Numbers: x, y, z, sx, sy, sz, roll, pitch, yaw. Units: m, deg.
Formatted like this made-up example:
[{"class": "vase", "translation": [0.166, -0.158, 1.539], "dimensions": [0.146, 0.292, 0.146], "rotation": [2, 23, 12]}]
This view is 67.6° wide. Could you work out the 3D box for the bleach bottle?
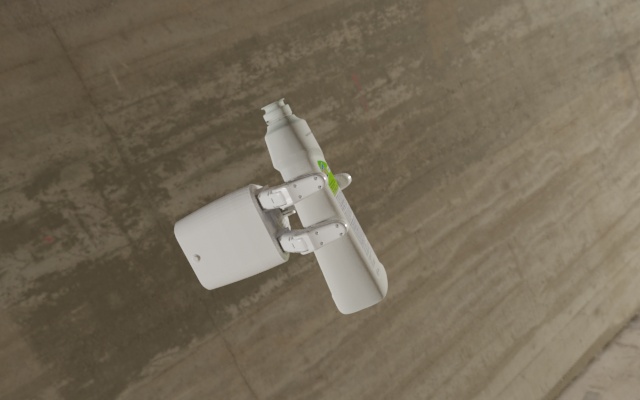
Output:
[{"class": "bleach bottle", "translation": [0.000, 0.002, 0.561], "dimensions": [0.068, 0.251, 0.102], "rotation": [-24, 10, 8]}]
